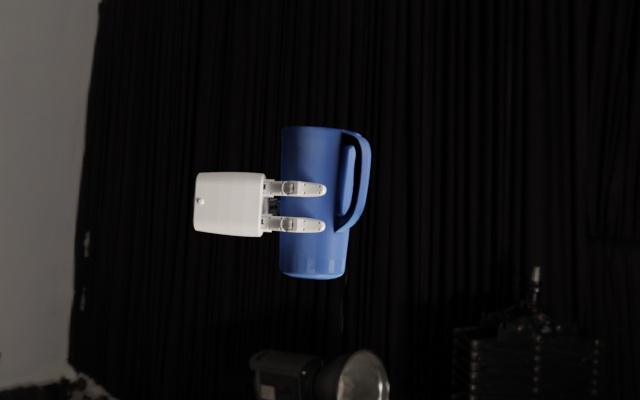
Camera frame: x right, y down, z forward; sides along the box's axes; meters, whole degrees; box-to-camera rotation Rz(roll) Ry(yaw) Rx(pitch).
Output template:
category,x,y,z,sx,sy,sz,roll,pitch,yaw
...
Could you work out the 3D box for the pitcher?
category,x,y,z,sx,sy,sz,roll,pitch,yaw
pitcher,0.000,0.003,0.782,0.145,0.243,0.149,4,0,1
